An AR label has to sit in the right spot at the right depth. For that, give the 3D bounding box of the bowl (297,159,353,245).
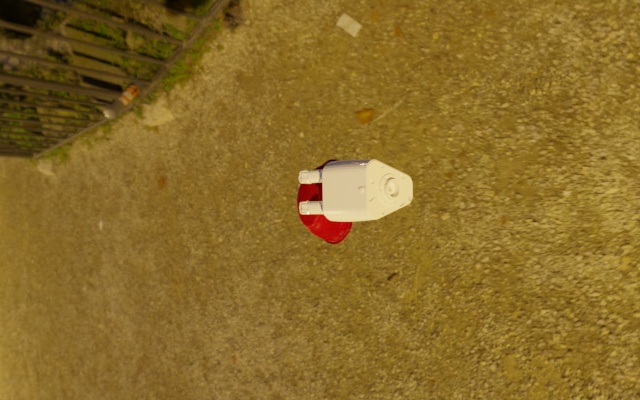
[{"bbox_3d":[-0.001,0.003,0.895,0.055,0.162,0.162,-1,0,-29],"label":"bowl"}]
